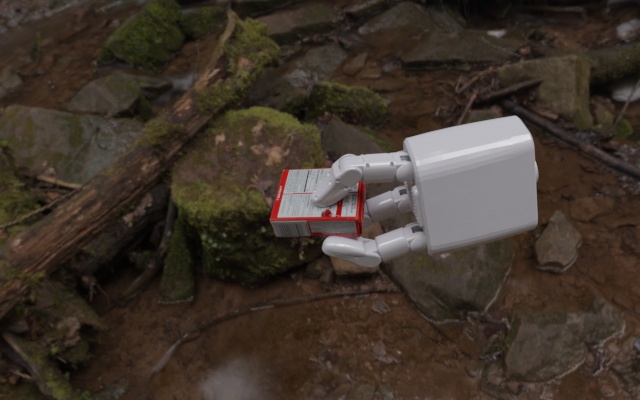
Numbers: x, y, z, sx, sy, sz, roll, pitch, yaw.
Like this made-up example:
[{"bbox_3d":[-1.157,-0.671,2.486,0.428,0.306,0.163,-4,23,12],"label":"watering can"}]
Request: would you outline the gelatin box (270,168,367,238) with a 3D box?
[{"bbox_3d":[0.000,0.001,0.482,0.089,0.073,0.030,-1,-44,11],"label":"gelatin box"}]
